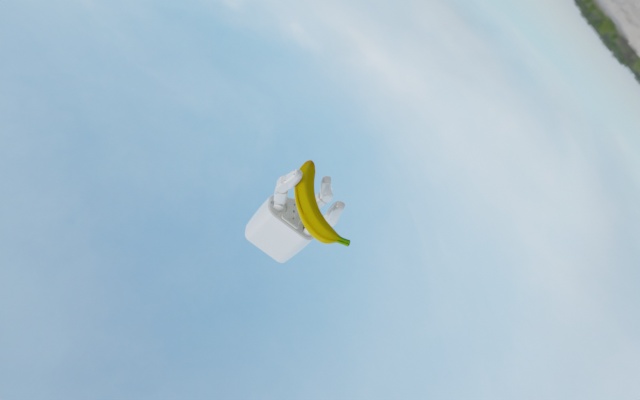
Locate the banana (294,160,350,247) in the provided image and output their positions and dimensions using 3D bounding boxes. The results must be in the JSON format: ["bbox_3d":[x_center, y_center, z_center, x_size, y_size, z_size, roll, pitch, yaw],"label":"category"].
[{"bbox_3d":[-0.014,0.005,0.869,0.069,0.197,0.037,2,-37,-37],"label":"banana"}]
